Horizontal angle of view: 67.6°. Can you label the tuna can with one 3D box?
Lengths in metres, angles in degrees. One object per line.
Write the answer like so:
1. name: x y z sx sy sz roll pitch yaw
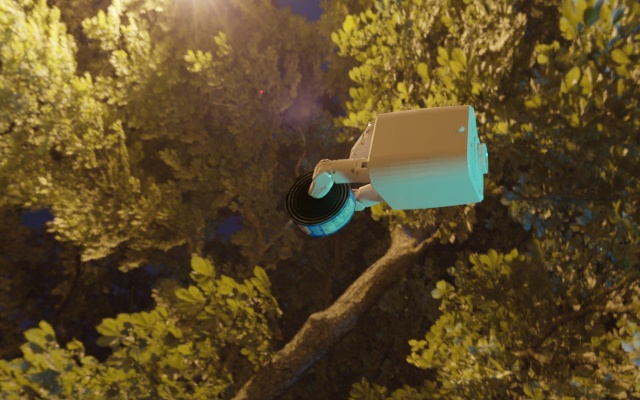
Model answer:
1. tuna can: 0.000 0.002 0.597 0.086 0.086 0.034 0 -33 24
